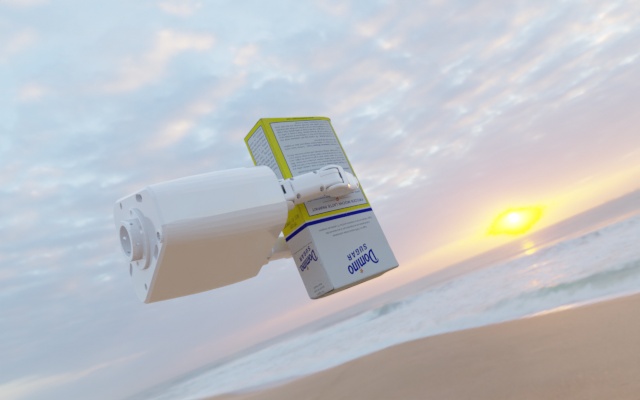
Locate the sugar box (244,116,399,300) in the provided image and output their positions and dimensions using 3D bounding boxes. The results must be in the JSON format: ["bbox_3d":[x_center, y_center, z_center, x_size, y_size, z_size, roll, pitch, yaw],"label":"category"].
[{"bbox_3d":[0.000,0.002,0.472,0.093,0.176,0.048,-10,-17,-41],"label":"sugar box"}]
